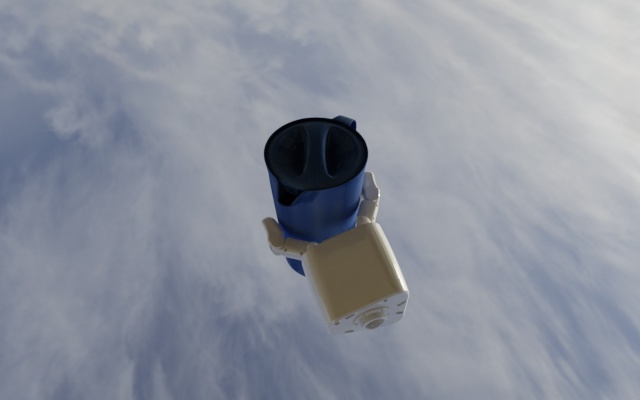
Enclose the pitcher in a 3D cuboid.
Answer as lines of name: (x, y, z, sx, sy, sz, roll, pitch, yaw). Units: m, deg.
pitcher: (0.000, 0.002, 0.701, 0.149, 0.145, 0.243, -15, -38, -12)
